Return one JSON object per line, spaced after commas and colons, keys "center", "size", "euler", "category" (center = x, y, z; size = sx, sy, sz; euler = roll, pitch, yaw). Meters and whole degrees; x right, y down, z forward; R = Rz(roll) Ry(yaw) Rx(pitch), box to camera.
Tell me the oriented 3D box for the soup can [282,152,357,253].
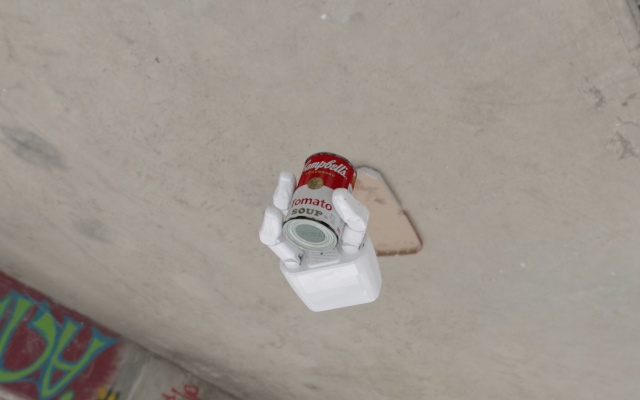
{"center": [0.000, 0.002, 0.566], "size": [0.068, 0.102, 0.069], "euler": [12, -37, 9], "category": "soup can"}
